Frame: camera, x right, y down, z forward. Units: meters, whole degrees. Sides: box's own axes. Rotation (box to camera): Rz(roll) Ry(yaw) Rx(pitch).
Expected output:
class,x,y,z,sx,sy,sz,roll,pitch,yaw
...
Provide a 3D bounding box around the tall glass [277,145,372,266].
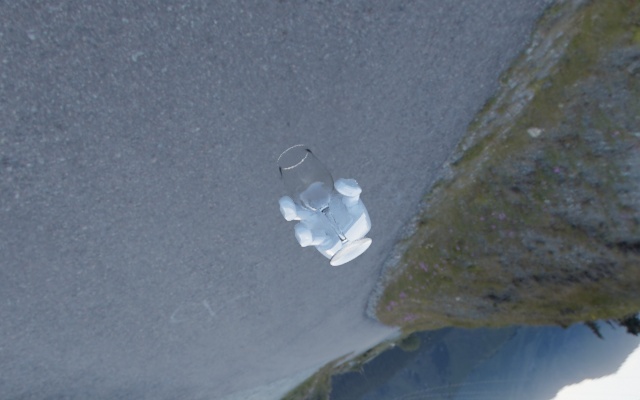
class,x,y,z,sx,sy,sz,roll,pitch,yaw
tall glass,0.000,0.003,0.779,0.079,0.201,0.079,-25,-25,-13
